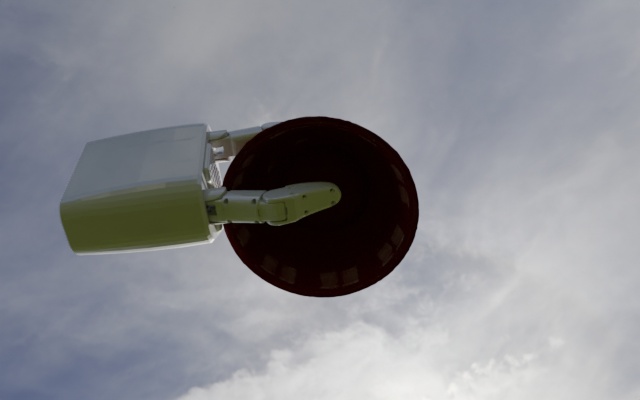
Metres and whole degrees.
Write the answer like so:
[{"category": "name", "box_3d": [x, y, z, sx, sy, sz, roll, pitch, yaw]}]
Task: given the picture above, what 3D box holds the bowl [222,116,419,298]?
[{"category": "bowl", "box_3d": [0.001, 0.001, 0.409, 0.162, 0.162, 0.055, 0, 24, 5]}]
